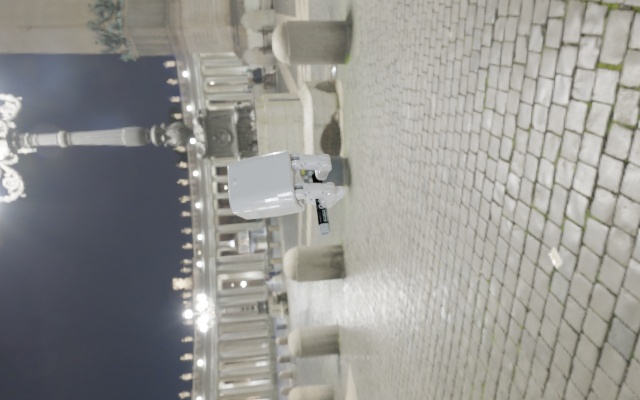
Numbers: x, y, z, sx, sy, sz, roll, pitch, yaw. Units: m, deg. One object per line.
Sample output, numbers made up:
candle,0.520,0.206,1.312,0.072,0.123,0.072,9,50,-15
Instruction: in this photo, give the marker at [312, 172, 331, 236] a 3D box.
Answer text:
marker,0.000,0.003,0.820,0.020,0.121,0.020,-7,-28,-3
